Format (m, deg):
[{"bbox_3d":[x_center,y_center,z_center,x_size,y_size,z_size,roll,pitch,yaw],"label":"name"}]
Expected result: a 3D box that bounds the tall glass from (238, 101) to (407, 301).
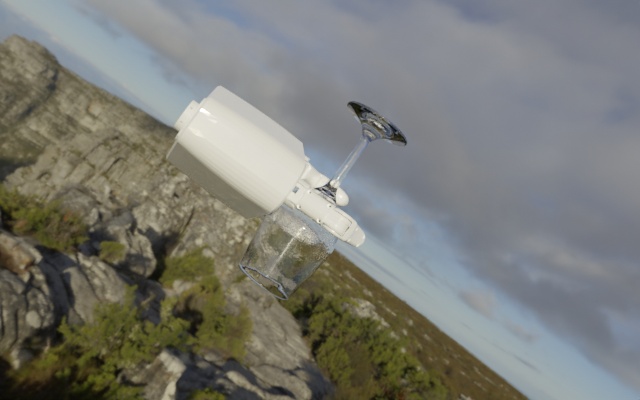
[{"bbox_3d":[0.001,0.001,0.485,0.079,0.201,0.079,35,-3,2],"label":"tall glass"}]
